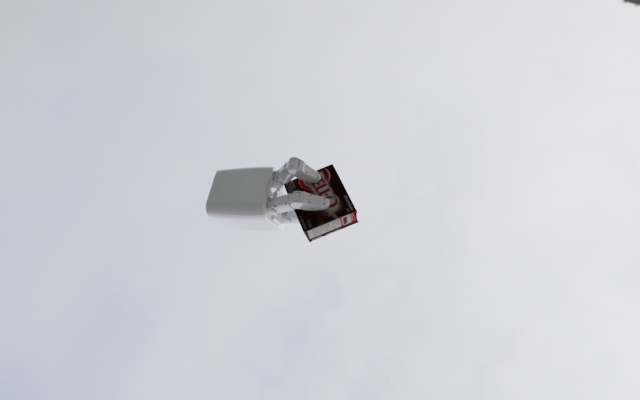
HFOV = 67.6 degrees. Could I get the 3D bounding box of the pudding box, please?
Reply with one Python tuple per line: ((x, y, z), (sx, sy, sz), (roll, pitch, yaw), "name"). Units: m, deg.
((0.000, 0.003, 0.776), (0.090, 0.113, 0.039), (-23, -36, -3), "pudding box")
